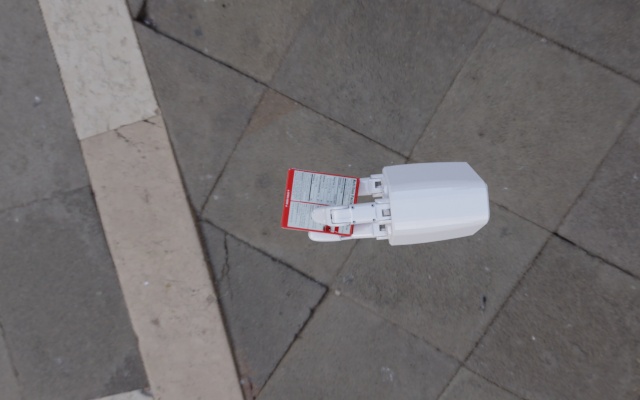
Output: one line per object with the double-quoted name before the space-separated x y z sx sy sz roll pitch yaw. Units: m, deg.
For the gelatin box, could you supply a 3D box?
"gelatin box" 0.000 0.002 0.586 0.089 0.073 0.030 7 4 -1
